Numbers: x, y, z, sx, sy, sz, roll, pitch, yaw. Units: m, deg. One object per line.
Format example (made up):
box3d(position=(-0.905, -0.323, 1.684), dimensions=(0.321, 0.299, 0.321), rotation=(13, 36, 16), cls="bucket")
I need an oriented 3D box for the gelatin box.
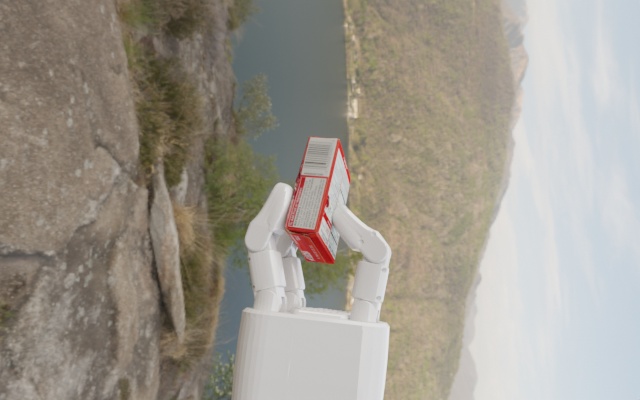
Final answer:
box3d(position=(0.001, 0.001, 0.412), dimensions=(0.030, 0.089, 0.073), rotation=(7, -23, 16), cls="gelatin box")
